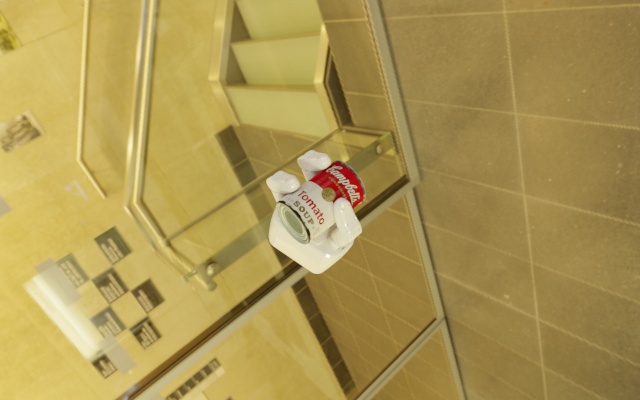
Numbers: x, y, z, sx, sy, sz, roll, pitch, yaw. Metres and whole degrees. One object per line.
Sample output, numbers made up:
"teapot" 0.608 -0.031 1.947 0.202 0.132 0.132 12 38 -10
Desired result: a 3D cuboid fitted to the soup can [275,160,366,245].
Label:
"soup can" 0.000 0.002 0.624 0.102 0.068 0.068 -36 17 -24
